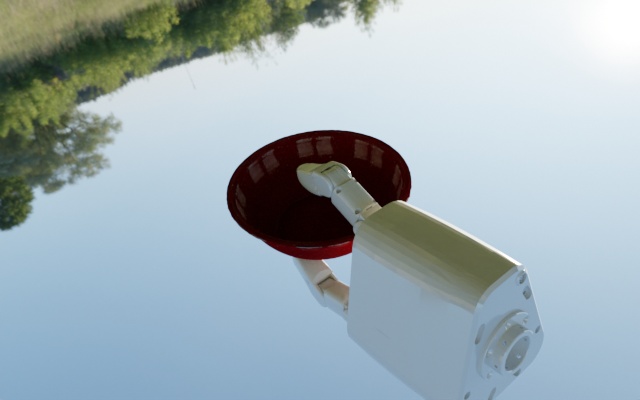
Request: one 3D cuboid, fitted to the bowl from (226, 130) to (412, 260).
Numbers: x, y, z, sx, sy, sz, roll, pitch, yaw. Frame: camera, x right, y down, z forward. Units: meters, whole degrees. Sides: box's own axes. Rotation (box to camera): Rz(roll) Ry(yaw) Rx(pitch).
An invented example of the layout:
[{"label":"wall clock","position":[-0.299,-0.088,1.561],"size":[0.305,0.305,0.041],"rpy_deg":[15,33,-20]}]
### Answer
[{"label":"bowl","position":[0.000,0.001,0.434],"size":[0.162,0.055,0.162],"rpy_deg":[-4,41,4]}]
